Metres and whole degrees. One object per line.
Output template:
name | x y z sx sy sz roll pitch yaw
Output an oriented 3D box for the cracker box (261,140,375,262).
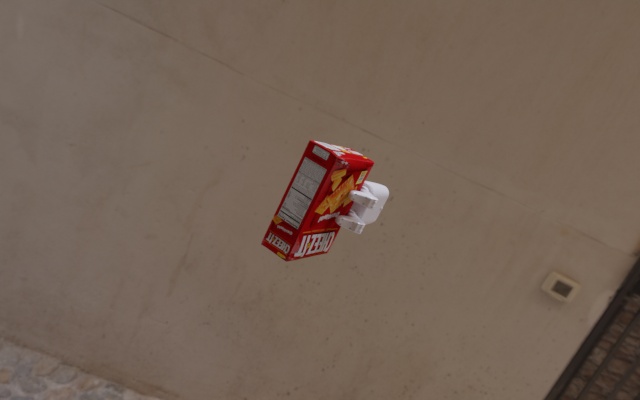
cracker box | 0.000 0.003 0.896 0.072 0.214 0.164 32 15 25
